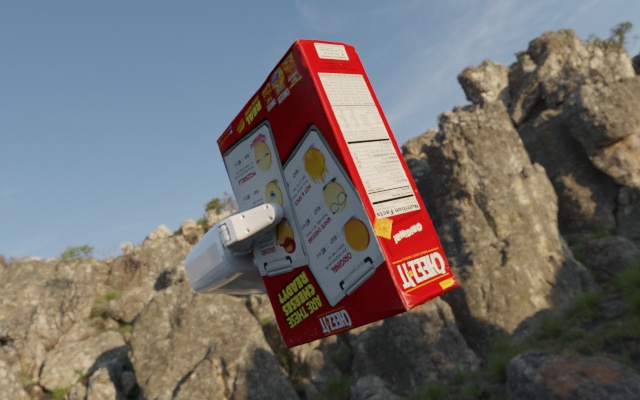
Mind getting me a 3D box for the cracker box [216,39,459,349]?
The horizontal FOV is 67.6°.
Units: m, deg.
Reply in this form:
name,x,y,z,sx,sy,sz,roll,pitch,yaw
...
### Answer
name,x,y,z,sx,sy,sz,roll,pitch,yaw
cracker box,0.000,0.001,0.411,0.072,0.213,0.164,-12,-15,-39
